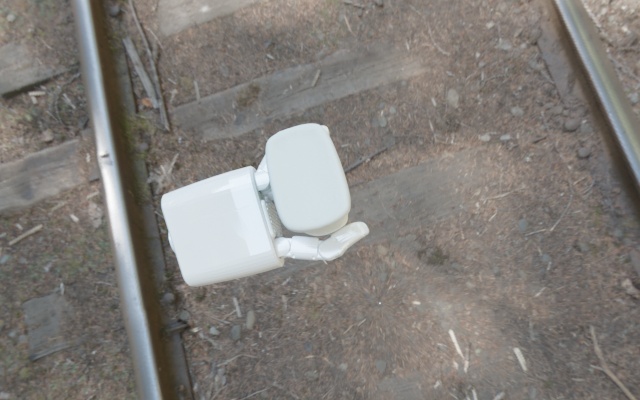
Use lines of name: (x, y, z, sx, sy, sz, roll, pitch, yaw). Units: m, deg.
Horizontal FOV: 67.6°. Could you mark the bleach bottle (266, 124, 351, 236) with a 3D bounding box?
bleach bottle: (0.000, 0.002, 0.547, 0.068, 0.102, 0.251, -16, -14, 3)
